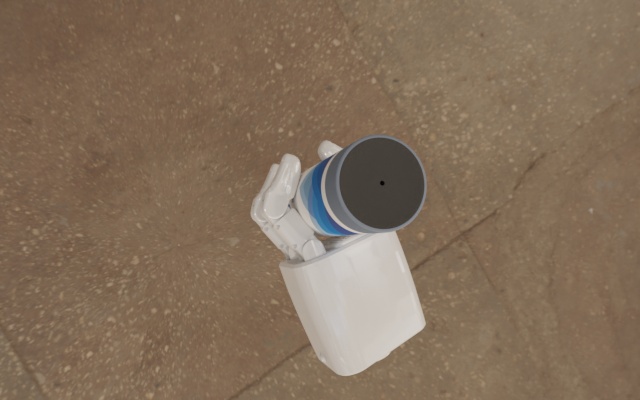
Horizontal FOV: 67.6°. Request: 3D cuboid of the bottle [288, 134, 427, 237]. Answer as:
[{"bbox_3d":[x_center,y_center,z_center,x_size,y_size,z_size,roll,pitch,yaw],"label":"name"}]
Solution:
[{"bbox_3d":[0.000,0.001,0.459,0.069,0.069,0.296,0,-5,-16],"label":"bottle"}]
